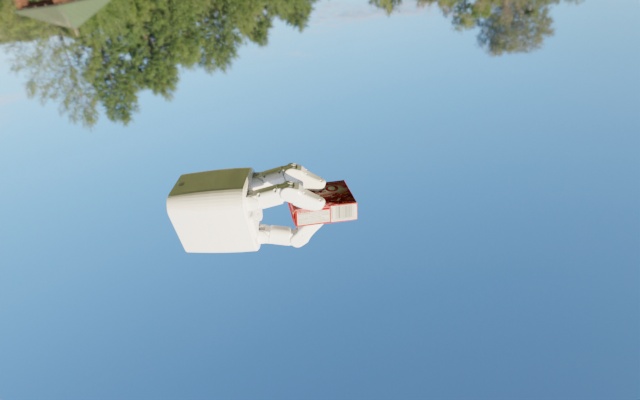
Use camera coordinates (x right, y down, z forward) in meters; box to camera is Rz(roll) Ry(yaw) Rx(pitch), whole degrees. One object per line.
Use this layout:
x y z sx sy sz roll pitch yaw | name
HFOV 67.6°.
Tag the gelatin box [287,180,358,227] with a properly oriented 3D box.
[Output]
0.000 0.003 0.669 0.089 0.030 0.073 -6 29 -10 | gelatin box
